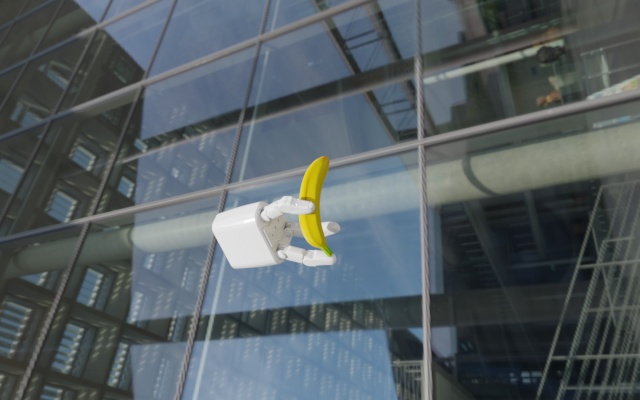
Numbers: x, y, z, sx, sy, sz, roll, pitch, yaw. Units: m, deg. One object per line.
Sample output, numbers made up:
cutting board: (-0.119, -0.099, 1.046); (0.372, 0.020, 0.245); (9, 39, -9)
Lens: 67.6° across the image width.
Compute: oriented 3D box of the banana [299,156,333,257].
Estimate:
banana: (-0.010, 0.000, 0.854); (0.037, 0.197, 0.070); (-14, -27, 30)
